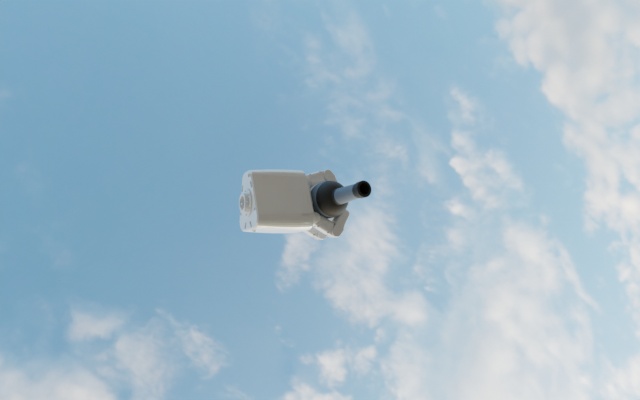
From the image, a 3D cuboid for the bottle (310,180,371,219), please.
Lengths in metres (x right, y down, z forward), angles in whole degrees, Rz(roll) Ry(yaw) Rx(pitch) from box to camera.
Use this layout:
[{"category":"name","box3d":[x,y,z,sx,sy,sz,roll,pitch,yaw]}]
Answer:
[{"category":"bottle","box3d":[0.000,0.003,0.884,0.069,0.069,0.296,0,-8,-29]}]
